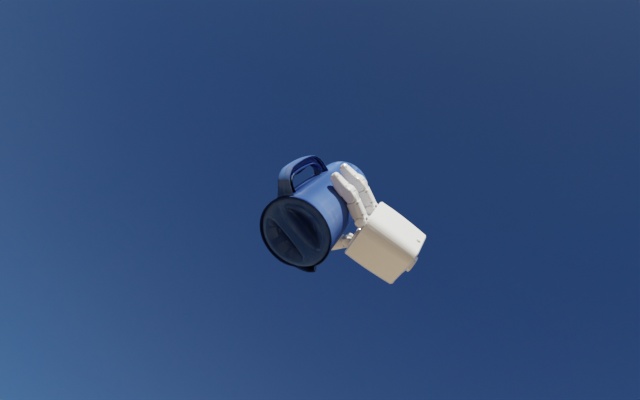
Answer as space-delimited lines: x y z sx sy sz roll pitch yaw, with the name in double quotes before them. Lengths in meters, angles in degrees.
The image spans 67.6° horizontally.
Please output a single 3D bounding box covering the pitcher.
"pitcher" 0.000 0.003 0.879 0.145 0.149 0.242 35 32 7
